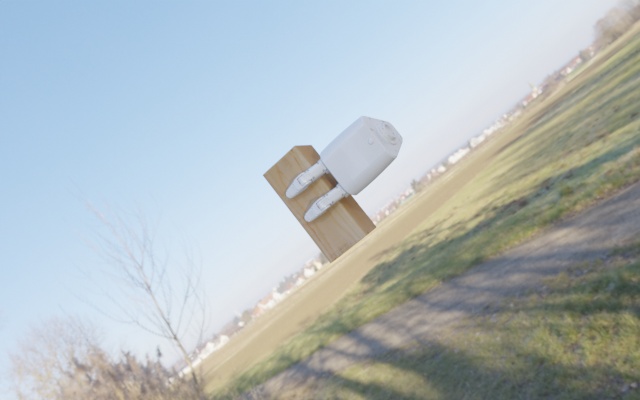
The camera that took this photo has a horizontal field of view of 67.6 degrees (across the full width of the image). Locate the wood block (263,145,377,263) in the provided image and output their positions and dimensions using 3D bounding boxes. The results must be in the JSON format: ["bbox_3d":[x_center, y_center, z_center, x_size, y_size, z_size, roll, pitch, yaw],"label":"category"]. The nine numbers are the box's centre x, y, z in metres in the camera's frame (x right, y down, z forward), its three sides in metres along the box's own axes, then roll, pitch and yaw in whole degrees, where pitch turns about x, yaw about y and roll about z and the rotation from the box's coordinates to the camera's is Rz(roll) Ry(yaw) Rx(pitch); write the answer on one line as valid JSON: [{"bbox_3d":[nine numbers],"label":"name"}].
[{"bbox_3d":[0.000,0.003,0.900,0.090,0.206,0.091,-40,-7,20],"label":"wood block"}]
